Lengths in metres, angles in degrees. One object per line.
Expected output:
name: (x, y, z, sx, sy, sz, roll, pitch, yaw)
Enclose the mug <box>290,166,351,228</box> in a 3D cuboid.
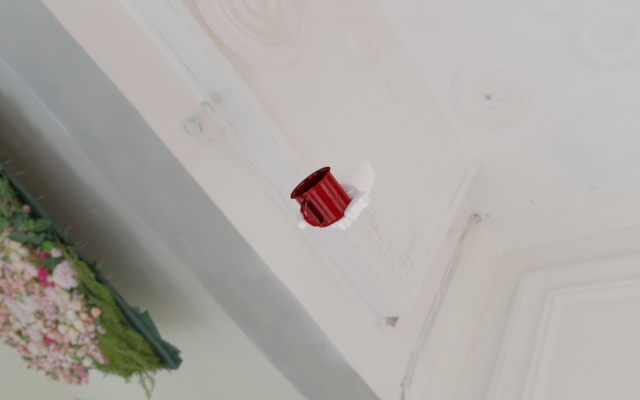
mug: (0.000, 0.004, 0.881, 0.093, 0.081, 0.117, -26, 20, 35)
